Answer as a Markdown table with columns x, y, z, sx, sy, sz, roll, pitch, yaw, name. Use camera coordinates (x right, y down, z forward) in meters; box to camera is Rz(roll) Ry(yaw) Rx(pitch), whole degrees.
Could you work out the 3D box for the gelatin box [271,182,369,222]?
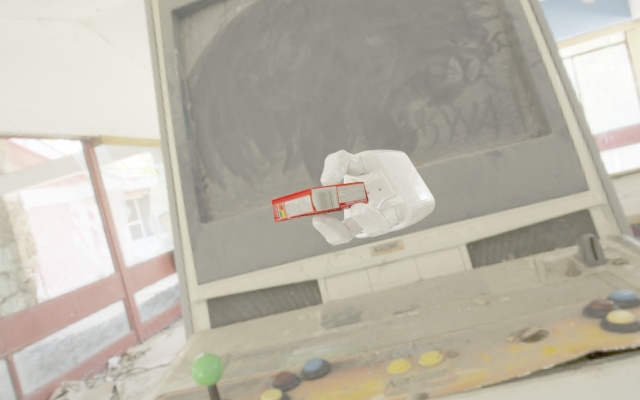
| x | y | z | sx | sy | sz | roll | pitch | yaw | name |
| --- | --- | --- | --- | --- | --- | --- | --- | --- | --- |
| 0.000 | 0.001 | 0.556 | 0.089 | 0.030 | 0.073 | -9 | -3 | -43 | gelatin box |
